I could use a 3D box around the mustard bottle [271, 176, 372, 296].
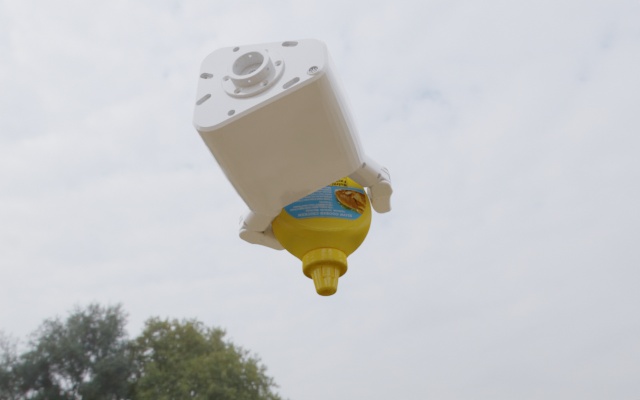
[{"bbox_3d":[0.000,0.002,0.466,0.096,0.191,0.058,2,-37,-8],"label":"mustard bottle"}]
